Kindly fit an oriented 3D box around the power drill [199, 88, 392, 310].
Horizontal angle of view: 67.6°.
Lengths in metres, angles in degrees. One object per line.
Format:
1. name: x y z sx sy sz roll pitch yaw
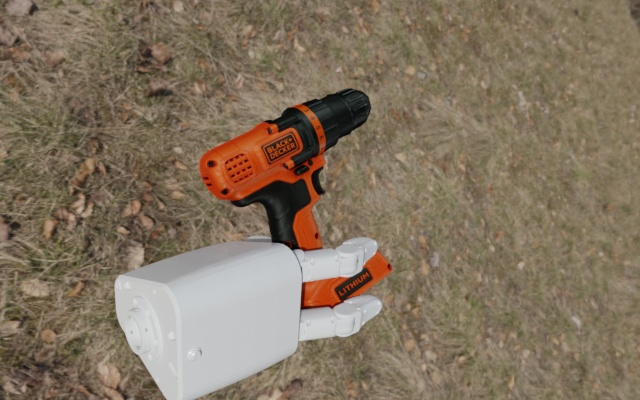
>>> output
1. power drill: 0.000 0.002 0.460 0.184 0.188 0.057 -30 14 -24
